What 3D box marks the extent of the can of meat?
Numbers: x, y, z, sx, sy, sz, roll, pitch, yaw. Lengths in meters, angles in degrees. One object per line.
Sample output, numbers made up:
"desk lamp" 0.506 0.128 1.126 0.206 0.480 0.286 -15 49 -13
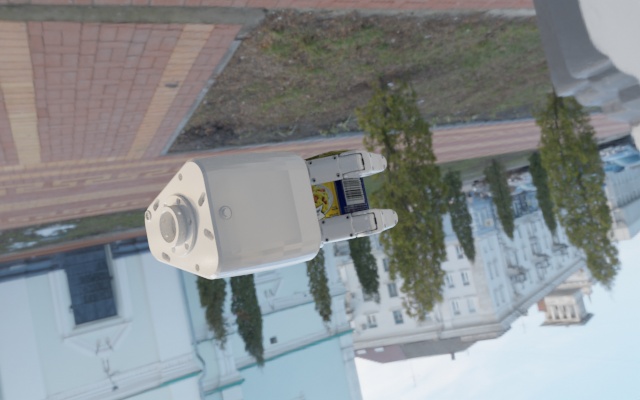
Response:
"can of meat" 0.000 0.002 0.487 0.102 0.084 0.057 -15 -5 40
